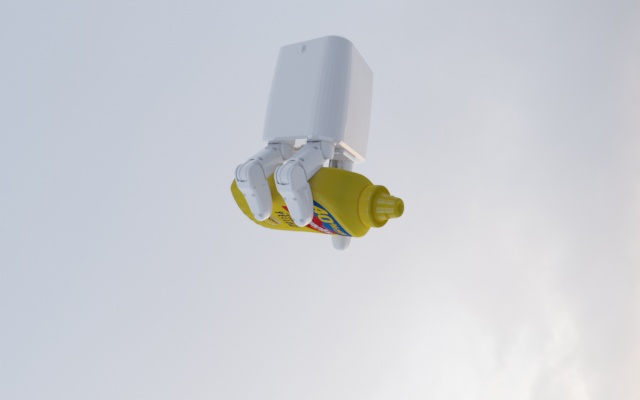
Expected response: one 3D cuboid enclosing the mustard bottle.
[{"bbox_3d":[0.000,0.002,0.498,0.191,0.058,0.096,3,-32,40],"label":"mustard bottle"}]
